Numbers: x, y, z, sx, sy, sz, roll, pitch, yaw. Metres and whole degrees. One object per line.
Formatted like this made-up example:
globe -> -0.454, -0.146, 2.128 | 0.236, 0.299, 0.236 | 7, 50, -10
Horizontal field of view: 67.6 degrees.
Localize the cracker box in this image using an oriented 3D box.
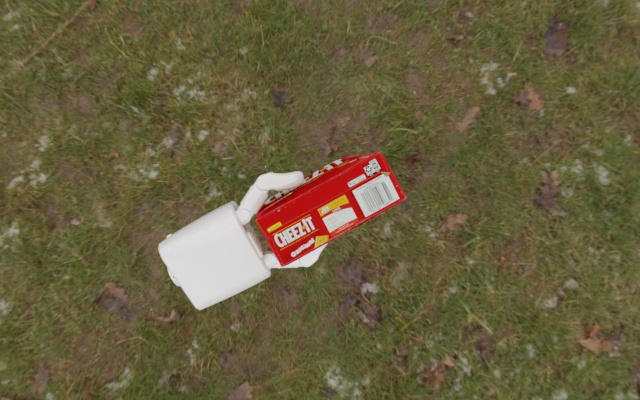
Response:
cracker box -> 0.000, 0.002, 0.633 | 0.164, 0.072, 0.213 | -29, 7, -4
